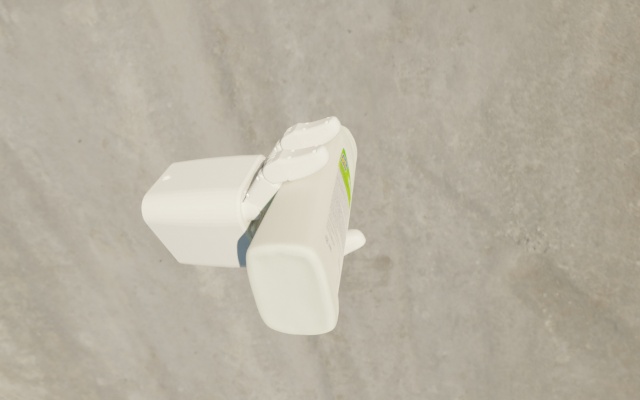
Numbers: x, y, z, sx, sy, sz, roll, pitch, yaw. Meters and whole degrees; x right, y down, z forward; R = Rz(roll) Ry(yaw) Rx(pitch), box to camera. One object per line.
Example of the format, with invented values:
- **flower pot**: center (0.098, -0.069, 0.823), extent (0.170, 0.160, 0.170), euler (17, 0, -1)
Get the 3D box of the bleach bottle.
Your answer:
- **bleach bottle**: center (0.000, 0.001, 0.471), extent (0.068, 0.103, 0.250), euler (-1, 34, 14)
